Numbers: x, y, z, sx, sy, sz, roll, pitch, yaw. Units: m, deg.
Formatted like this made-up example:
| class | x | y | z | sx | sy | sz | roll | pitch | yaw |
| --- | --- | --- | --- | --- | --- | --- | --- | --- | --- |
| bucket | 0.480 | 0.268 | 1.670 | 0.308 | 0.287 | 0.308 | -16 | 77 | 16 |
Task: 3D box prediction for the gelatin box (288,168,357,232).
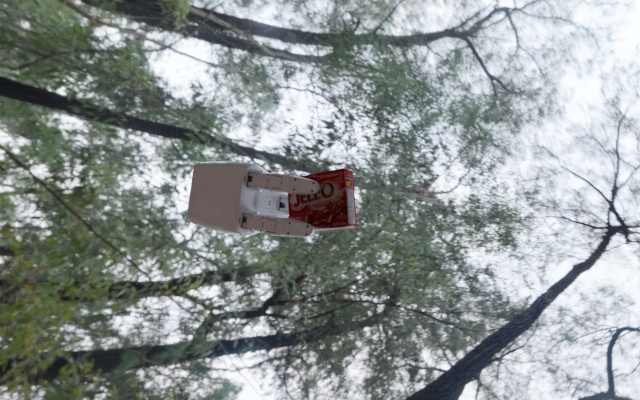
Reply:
| class | x | y | z | sx | sy | sz | roll | pitch | yaw |
| --- | --- | --- | --- | --- | --- | --- | --- | --- | --- |
| gelatin box | 0.001 | 0.002 | 0.613 | 0.089 | 0.073 | 0.030 | -8 | -9 | 30 |
